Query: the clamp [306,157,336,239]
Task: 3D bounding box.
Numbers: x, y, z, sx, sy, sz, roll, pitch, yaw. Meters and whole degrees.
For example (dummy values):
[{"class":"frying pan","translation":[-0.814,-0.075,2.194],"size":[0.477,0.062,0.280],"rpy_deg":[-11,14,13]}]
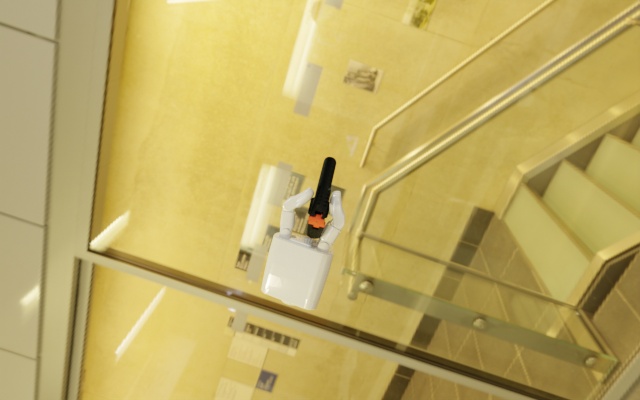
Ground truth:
[{"class":"clamp","translation":[-0.001,0.003,0.851],"size":[0.036,0.164,0.210],"rpy_deg":[13,6,0]}]
